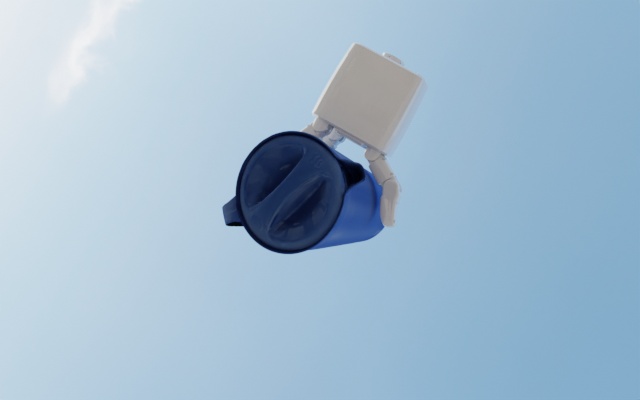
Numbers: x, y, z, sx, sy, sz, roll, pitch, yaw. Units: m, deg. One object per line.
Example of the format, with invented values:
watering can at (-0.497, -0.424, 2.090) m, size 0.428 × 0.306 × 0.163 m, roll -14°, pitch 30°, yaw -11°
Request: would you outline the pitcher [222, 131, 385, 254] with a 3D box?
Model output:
pitcher at (0.000, 0.002, 0.619) m, size 0.149 × 0.145 × 0.243 m, roll 30°, pitch 7°, yaw 23°
